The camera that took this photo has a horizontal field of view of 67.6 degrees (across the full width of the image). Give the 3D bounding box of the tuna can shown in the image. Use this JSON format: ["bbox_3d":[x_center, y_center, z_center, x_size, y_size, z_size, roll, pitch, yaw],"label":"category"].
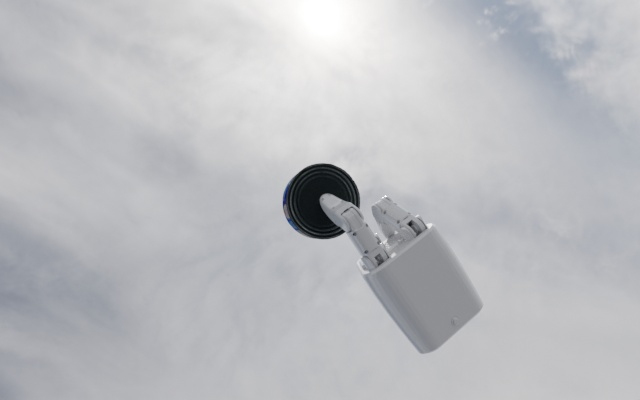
[{"bbox_3d":[0.000,0.002,0.549,0.086,0.086,0.034,0,-4,-14],"label":"tuna can"}]
